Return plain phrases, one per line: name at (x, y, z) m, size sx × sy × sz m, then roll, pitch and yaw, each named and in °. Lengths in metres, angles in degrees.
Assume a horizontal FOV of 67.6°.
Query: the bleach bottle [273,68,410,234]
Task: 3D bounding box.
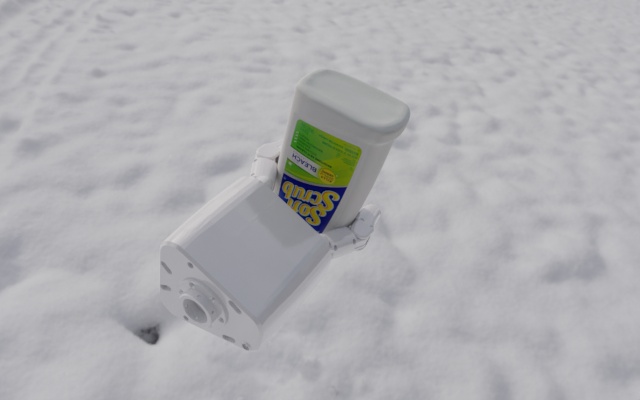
bleach bottle at (0.000, 0.001, 0.485) m, size 0.102 × 0.251 × 0.068 m, roll 29°, pitch 42°, yaw 14°
